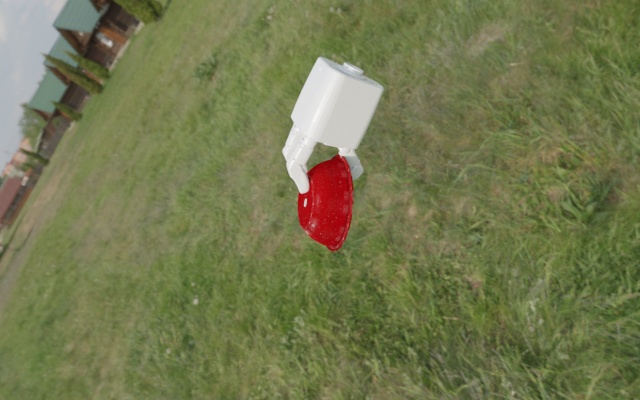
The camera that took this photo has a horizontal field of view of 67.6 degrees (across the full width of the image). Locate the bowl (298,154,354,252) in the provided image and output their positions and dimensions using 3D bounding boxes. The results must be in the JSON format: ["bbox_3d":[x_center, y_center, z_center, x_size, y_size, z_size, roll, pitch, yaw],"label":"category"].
[{"bbox_3d":[0.000,0.004,0.787,0.055,0.162,0.162,3,-1,-18],"label":"bowl"}]
